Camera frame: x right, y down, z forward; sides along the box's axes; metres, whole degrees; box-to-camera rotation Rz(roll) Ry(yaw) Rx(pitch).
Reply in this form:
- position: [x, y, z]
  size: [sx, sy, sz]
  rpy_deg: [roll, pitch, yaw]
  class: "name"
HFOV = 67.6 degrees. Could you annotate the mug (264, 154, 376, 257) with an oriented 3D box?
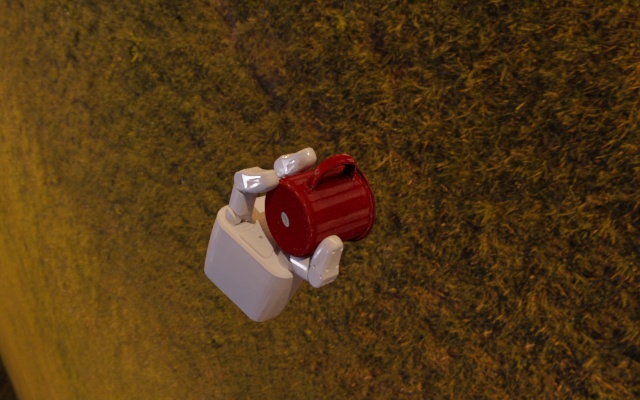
- position: [0.000, 0.001, 0.486]
  size: [0.081, 0.093, 0.117]
  rpy_deg: [-18, -33, -38]
  class: "mug"
